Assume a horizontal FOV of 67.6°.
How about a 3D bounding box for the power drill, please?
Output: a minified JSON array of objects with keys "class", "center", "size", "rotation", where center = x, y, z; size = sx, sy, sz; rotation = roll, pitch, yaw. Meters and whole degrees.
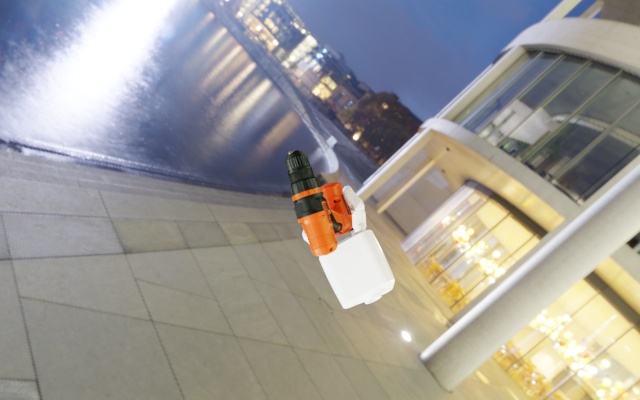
[{"class":"power drill","center":[0.000,0.003,0.868],"size":[0.057,0.184,0.187],"rotation":[-18,-4,17]}]
